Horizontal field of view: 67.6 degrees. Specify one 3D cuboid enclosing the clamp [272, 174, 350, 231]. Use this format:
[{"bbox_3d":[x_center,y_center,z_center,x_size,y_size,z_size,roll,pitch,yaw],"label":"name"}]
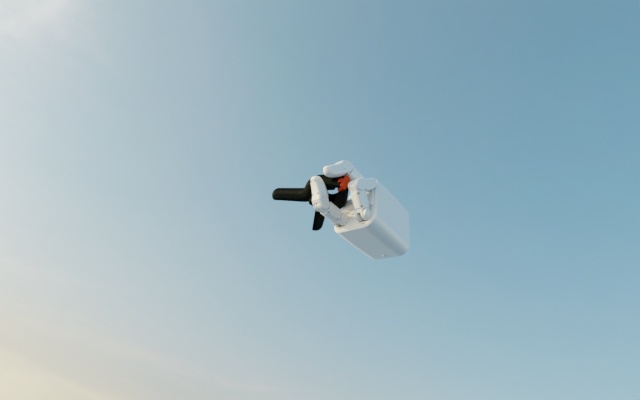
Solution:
[{"bbox_3d":[0.000,0.002,0.885,0.171,0.039,0.120,-17,-47,45],"label":"clamp"}]
